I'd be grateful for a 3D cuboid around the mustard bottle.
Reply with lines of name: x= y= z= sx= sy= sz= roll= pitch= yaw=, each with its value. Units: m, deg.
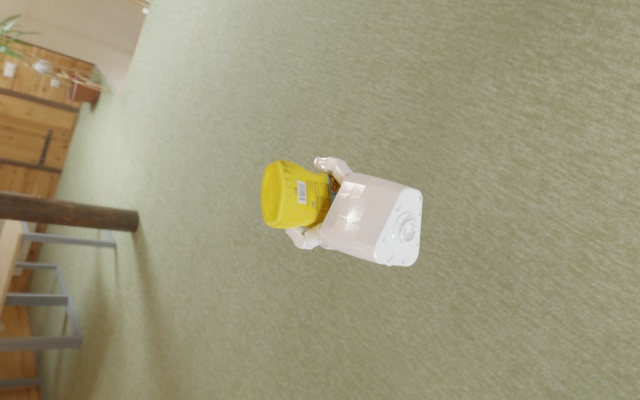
mustard bottle: x=0.000 y=0.002 z=0.738 sx=0.191 sy=0.096 sz=0.058 roll=11 pitch=-21 yaw=-42
